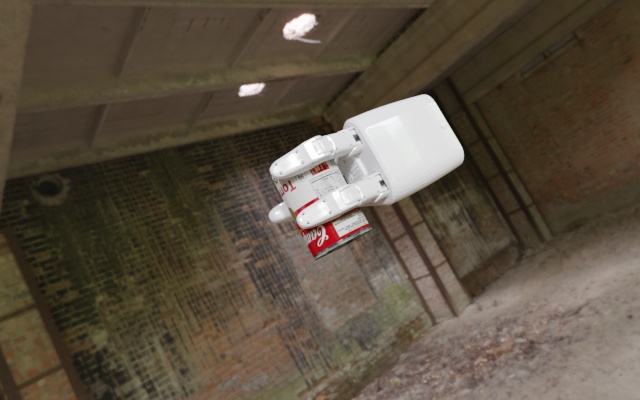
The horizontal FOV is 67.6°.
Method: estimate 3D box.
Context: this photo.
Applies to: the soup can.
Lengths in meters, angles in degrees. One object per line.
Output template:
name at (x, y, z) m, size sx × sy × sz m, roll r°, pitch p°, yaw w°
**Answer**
soup can at (-0.001, 0.002, 0.498) m, size 0.068 × 0.102 × 0.068 m, roll -28°, pitch -8°, yaw -4°
